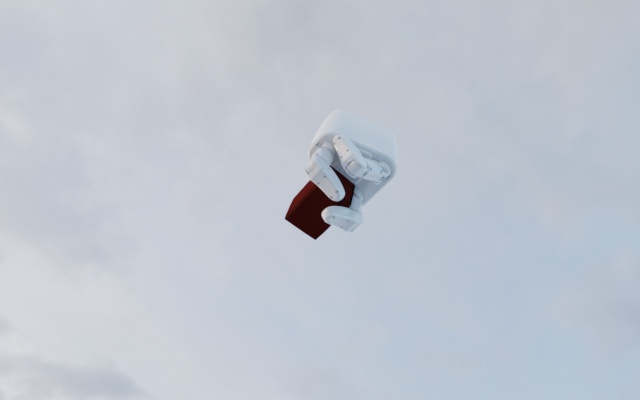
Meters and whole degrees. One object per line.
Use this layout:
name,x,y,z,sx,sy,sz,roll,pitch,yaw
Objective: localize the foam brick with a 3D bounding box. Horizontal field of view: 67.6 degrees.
foam brick,0.000,0.002,0.625,0.053,0.078,0.051,37,29,-13
